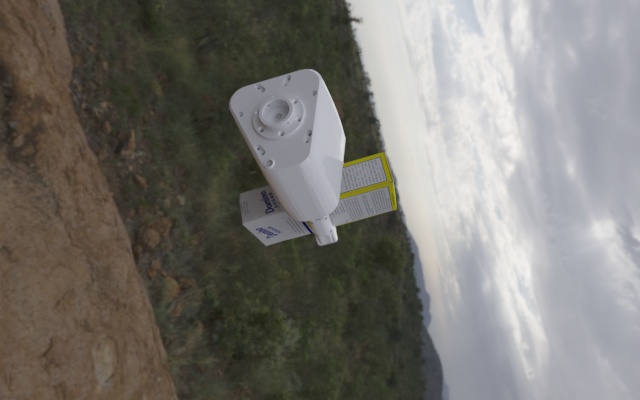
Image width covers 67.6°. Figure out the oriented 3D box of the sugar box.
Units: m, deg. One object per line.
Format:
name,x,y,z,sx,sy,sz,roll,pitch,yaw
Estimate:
sugar box,0.000,0.001,0.572,0.176,0.048,0.093,-13,-24,7
